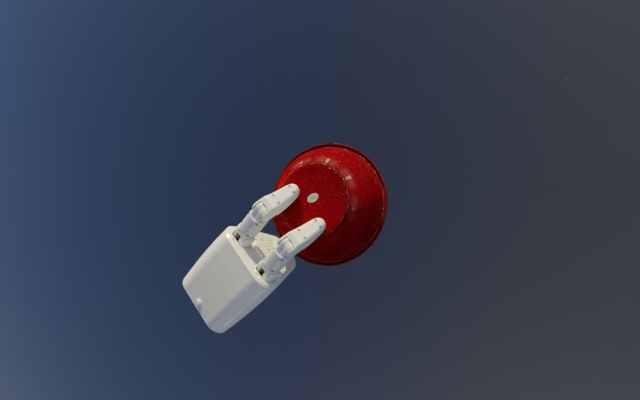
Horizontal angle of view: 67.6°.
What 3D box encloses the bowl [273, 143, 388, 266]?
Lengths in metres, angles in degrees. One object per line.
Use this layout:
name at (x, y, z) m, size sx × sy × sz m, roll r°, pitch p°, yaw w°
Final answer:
bowl at (0.001, 0.001, 0.603) m, size 0.162 × 0.162 × 0.055 m, roll 0°, pitch -6°, yaw 21°
